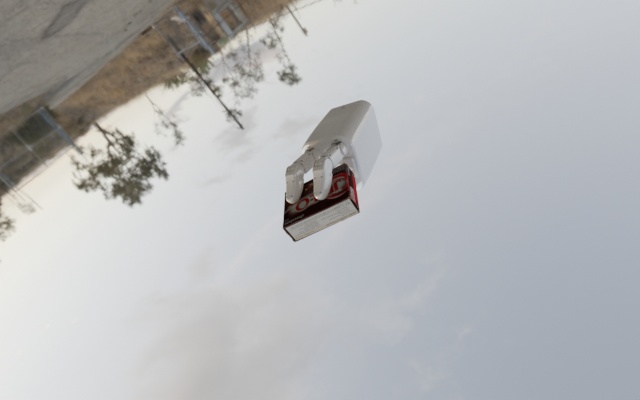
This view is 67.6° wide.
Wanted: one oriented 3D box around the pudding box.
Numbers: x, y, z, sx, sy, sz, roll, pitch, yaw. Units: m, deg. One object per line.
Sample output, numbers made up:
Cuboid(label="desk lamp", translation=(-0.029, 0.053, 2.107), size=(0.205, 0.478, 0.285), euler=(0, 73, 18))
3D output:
Cuboid(label="pudding box", translation=(0.000, 0.002, 0.712), size=(0.113, 0.039, 0.090), euler=(-27, 31, 17))
